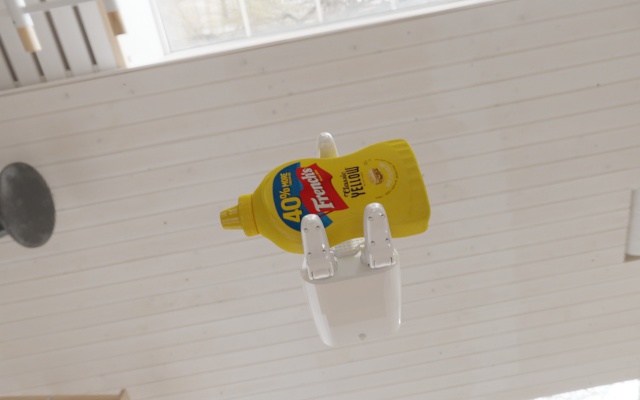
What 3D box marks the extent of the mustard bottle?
[{"bbox_3d":[0.000,0.001,0.456,0.191,0.096,0.058,-11,-30,0],"label":"mustard bottle"}]
